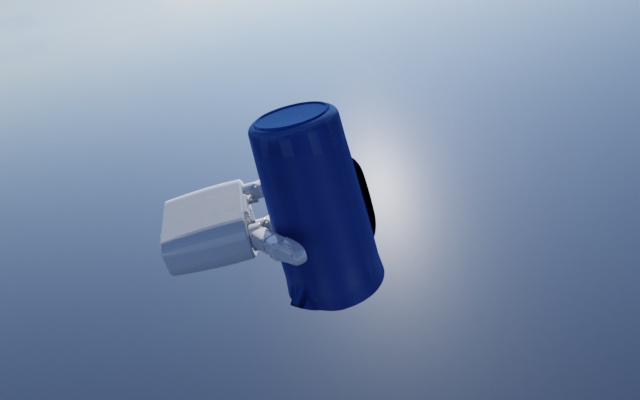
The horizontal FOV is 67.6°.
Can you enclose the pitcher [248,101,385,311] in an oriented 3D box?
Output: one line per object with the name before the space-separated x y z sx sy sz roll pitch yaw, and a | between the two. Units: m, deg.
pitcher | 0.000 0.002 0.604 0.145 0.243 0.149 -15 26 -1
